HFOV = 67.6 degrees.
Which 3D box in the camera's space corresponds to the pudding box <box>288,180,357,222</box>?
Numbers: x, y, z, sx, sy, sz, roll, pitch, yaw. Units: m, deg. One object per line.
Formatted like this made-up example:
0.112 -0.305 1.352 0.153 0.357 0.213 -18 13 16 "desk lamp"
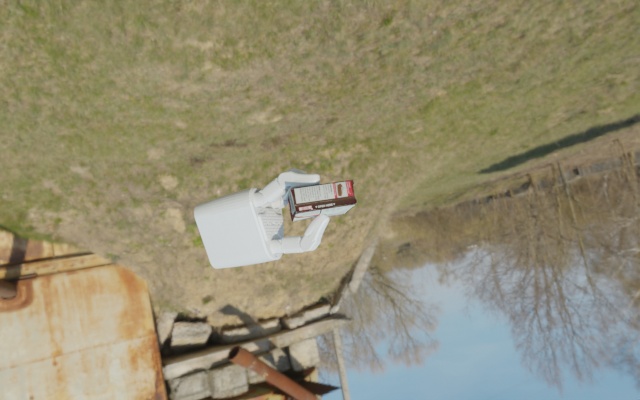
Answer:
0.000 0.002 0.702 0.090 0.039 0.113 -9 -6 -7 "pudding box"
